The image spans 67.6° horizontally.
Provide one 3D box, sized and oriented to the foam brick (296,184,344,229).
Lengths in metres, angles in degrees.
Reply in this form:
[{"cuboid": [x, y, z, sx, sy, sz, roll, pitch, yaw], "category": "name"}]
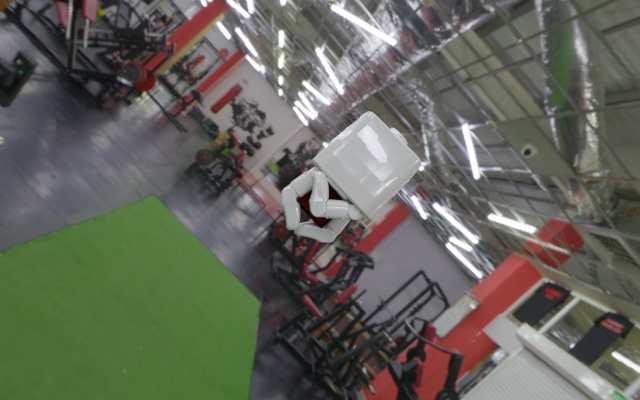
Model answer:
[{"cuboid": [0.000, 0.002, 0.705, 0.051, 0.053, 0.078, -44, 6, 0], "category": "foam brick"}]
